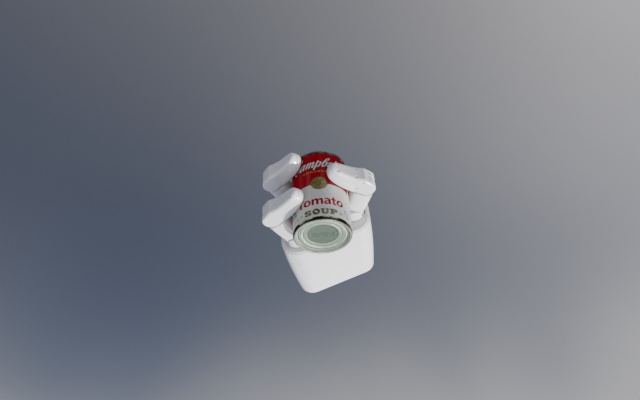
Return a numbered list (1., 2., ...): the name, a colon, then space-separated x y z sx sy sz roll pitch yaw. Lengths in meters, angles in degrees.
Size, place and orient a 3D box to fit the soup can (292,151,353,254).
1. soup can: 0.000 0.002 0.555 0.068 0.102 0.069 -2 -40 -2
